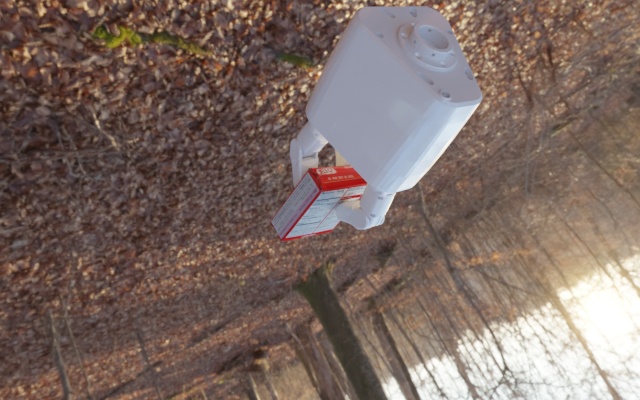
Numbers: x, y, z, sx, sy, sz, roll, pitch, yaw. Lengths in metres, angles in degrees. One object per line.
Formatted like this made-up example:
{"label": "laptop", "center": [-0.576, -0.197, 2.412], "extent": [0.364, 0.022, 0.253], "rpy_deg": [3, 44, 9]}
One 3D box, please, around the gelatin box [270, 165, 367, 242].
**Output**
{"label": "gelatin box", "center": [0.000, 0.002, 0.492], "extent": [0.073, 0.030, 0.089], "rpy_deg": [-9, -33, -43]}
